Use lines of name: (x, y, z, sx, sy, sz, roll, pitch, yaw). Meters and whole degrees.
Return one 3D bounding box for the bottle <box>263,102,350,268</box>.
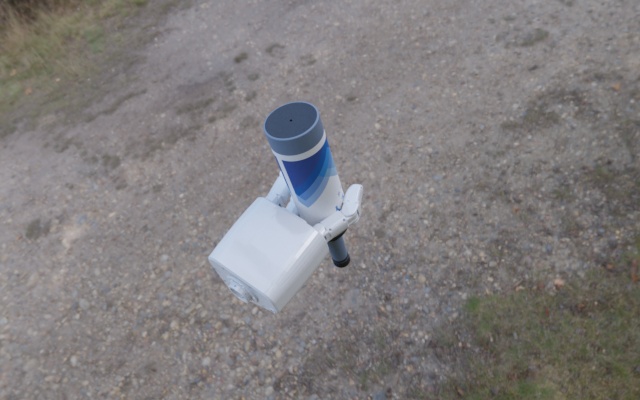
bottle: (0.000, 0.002, 0.651, 0.069, 0.069, 0.296, 0, -40, 17)
